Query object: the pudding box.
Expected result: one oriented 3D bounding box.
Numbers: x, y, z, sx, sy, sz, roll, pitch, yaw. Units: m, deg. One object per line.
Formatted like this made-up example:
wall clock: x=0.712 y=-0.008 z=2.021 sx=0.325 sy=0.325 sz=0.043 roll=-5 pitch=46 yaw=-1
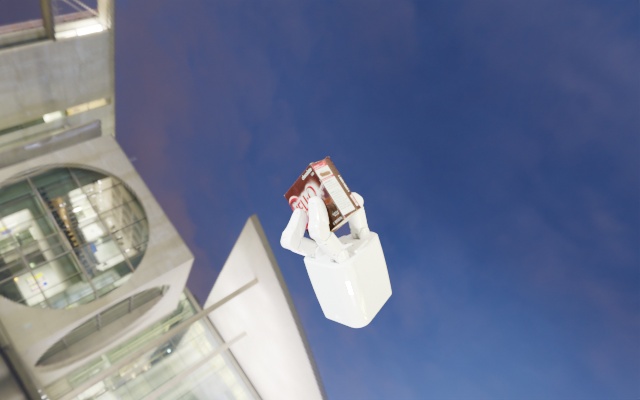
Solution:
pudding box: x=0.000 y=0.002 z=0.689 sx=0.039 sy=0.090 sz=0.113 roll=-28 pitch=-9 yaw=-34
